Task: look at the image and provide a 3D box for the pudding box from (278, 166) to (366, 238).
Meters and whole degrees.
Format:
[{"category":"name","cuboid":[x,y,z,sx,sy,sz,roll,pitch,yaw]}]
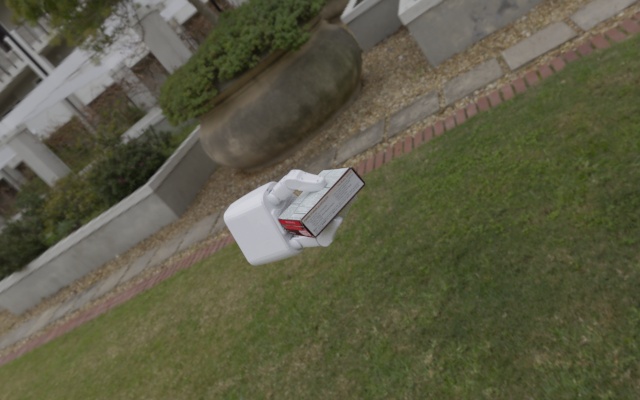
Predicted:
[{"category":"pudding box","cuboid":[0.000,0.002,0.689,0.039,0.113,0.090,48,-18,-18]}]
